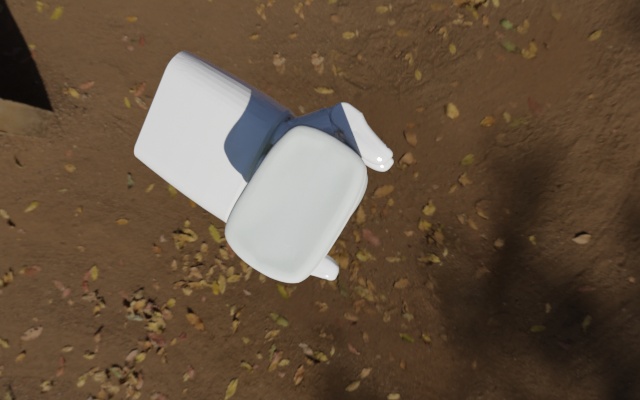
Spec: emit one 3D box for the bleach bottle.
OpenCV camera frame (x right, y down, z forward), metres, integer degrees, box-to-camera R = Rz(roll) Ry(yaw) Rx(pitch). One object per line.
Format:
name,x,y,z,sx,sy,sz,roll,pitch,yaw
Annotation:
bleach bottle,0.000,0.001,0.421,0.068,0.102,0.251,32,3,6
